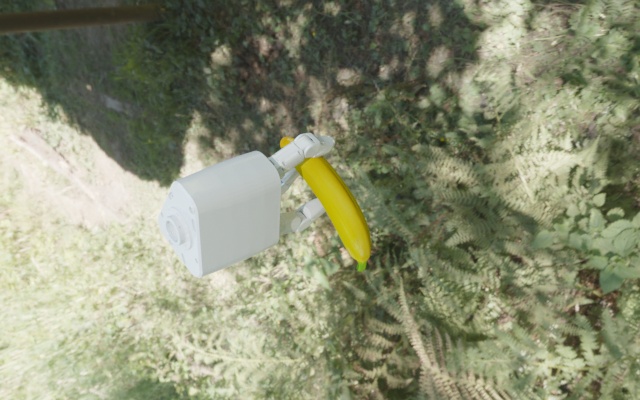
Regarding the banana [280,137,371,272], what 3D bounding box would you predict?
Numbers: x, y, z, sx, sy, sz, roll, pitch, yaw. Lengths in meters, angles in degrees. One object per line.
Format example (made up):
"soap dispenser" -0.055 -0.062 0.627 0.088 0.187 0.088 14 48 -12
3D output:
"banana" 0.011 -0.001 0.582 0.037 0.198 0.070 -28 -3 -35
